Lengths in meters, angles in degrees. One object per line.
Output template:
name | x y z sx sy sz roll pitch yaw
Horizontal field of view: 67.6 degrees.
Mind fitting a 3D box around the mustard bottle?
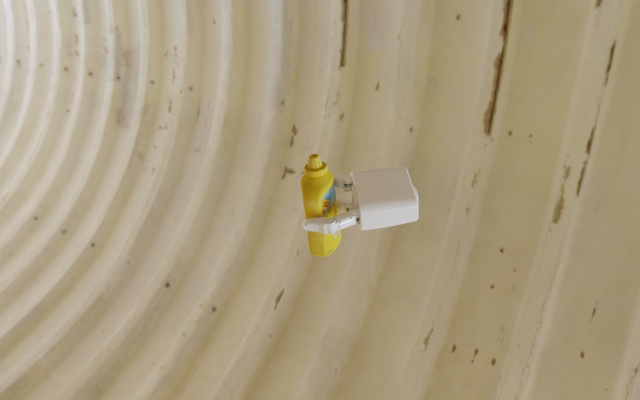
mustard bottle | 0.000 0.003 0.883 0.058 0.192 0.096 5 34 19
